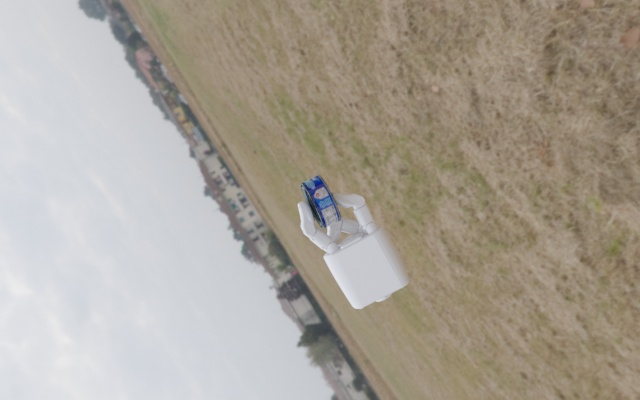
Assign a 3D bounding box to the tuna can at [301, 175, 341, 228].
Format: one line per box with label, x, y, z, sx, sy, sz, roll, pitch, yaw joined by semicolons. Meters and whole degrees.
tuna can;0.000;0.003;0.793;0.034;0.086;0.086;-26;4;-8
